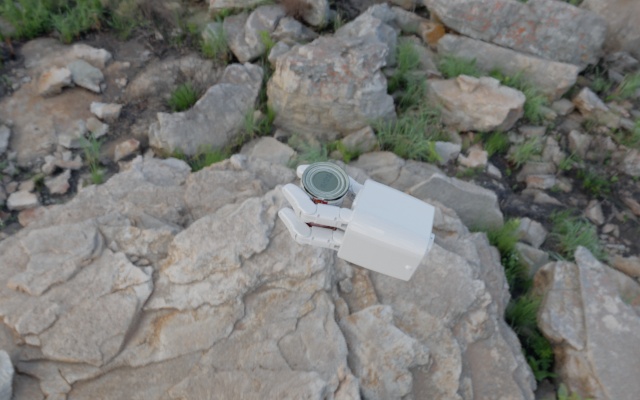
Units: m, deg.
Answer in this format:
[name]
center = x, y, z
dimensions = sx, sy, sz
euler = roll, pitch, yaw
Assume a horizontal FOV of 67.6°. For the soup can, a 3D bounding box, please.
[soup can]
center = 0.000, 0.002, 0.680
dimensions = 0.068, 0.068, 0.102
euler = 0, -36, -10
